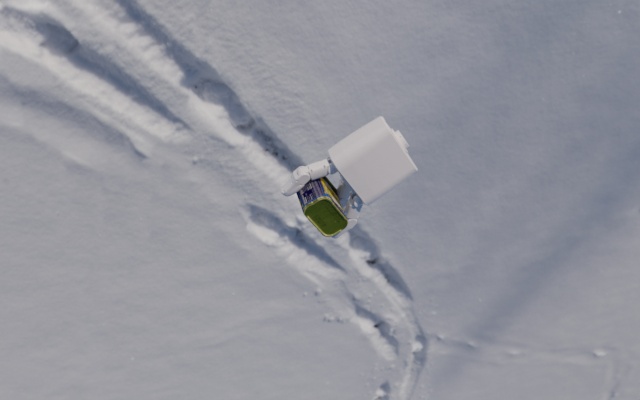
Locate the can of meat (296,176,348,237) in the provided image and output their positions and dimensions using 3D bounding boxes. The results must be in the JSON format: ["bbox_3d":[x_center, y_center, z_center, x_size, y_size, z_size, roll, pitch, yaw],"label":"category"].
[{"bbox_3d":[0.000,0.003,0.823,0.057,0.084,0.102,-32,-45,10],"label":"can of meat"}]
